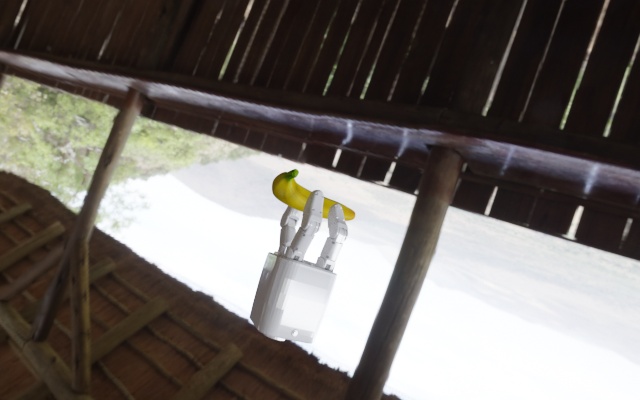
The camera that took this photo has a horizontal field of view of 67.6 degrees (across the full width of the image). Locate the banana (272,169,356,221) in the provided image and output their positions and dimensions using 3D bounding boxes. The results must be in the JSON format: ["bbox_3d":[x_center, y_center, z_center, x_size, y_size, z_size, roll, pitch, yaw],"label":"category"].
[{"bbox_3d":[-0.017,-0.001,0.716,0.069,0.037,0.198,9,-12,32],"label":"banana"}]
